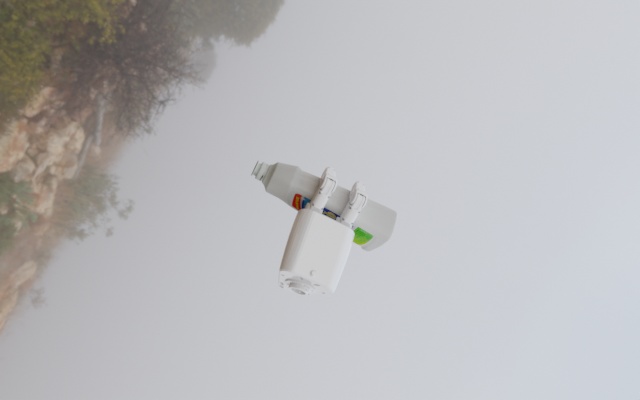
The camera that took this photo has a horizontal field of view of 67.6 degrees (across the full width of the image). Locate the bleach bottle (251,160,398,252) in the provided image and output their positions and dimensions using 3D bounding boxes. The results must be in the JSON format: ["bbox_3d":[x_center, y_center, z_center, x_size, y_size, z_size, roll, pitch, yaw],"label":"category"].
[{"bbox_3d":[0.000,0.003,0.811,0.251,0.068,0.102,26,-26,-12],"label":"bleach bottle"}]
